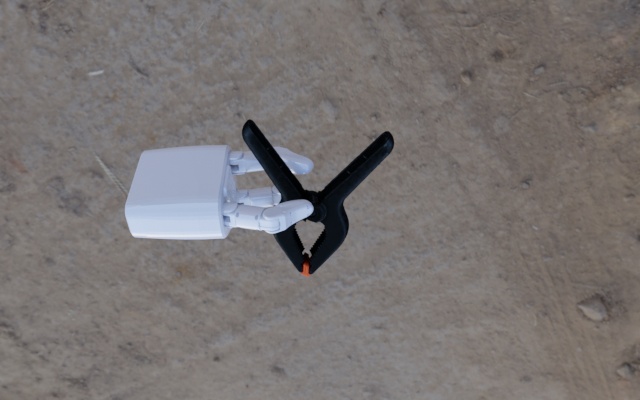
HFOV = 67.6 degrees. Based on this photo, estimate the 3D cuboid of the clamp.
[{"bbox_3d":[0.000,0.003,0.563,0.164,0.210,0.036,-1,33,2],"label":"clamp"}]
